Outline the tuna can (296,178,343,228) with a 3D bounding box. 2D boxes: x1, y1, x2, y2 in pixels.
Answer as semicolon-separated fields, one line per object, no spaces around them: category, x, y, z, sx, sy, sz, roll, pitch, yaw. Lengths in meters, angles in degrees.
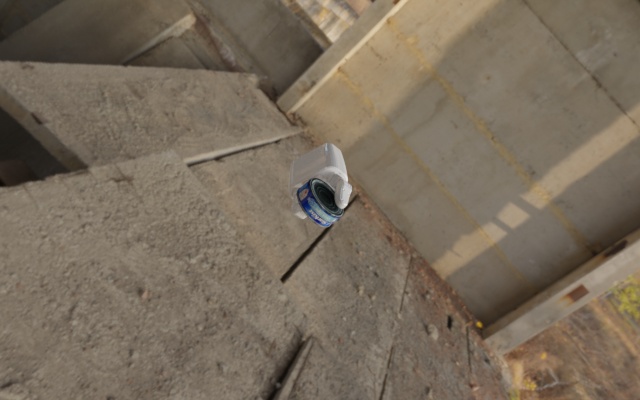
tuna can;0.001;0.002;0.834;0.034;0.086;0.086;-39;-19;25
